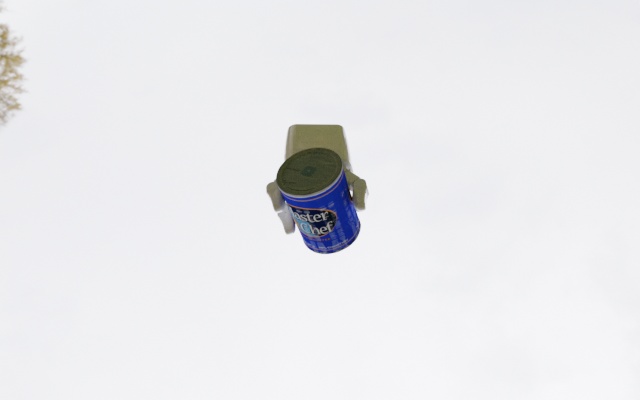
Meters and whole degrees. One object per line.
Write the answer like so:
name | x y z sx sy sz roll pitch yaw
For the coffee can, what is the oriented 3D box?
coffee can | 0.000 0.002 0.755 0.103 0.102 0.140 0 -43 21
